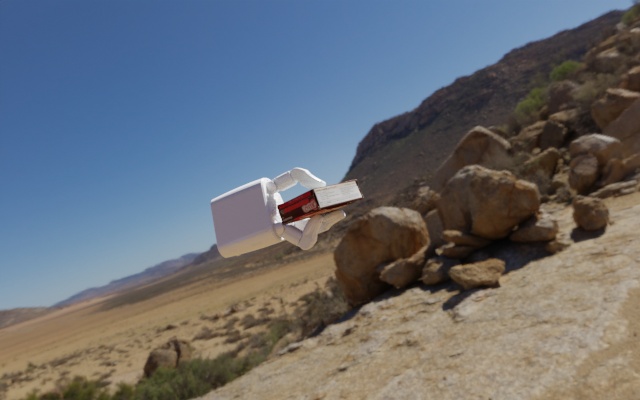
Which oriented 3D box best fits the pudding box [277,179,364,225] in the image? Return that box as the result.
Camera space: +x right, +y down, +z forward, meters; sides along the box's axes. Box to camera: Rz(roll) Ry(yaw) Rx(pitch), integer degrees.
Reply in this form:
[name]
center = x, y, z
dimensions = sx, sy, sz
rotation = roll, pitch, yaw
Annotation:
[pudding box]
center = 0.000, 0.002, 0.773
dimensions = 0.090, 0.039, 0.113
rotation = -22, -4, 43
